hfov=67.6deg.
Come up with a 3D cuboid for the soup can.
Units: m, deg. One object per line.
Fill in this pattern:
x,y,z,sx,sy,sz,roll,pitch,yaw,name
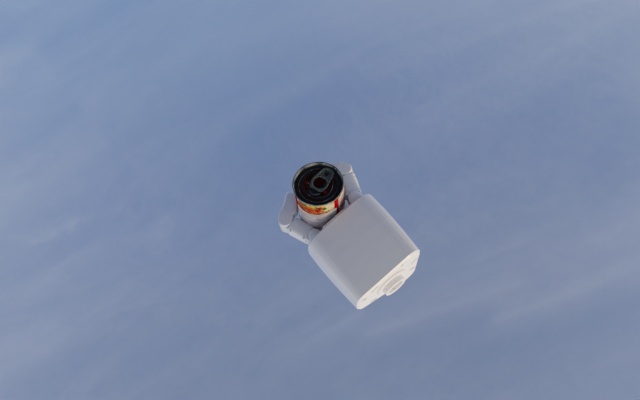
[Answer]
0.000,0.002,0.665,0.068,0.068,0.102,0,-29,4,soup can
